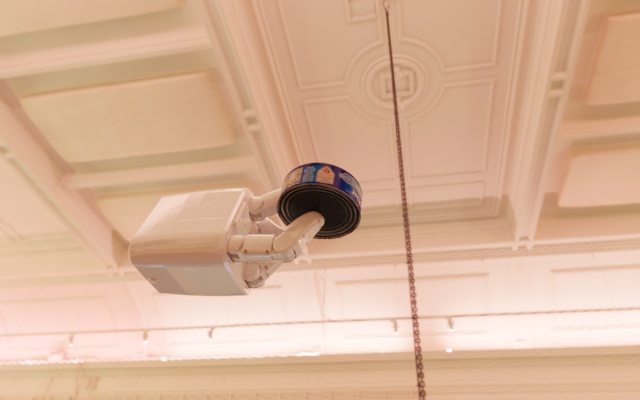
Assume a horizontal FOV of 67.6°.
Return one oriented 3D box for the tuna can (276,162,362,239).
[{"bbox_3d":[0.000,0.001,0.491,0.086,0.033,0.086,6,-40,5],"label":"tuna can"}]
